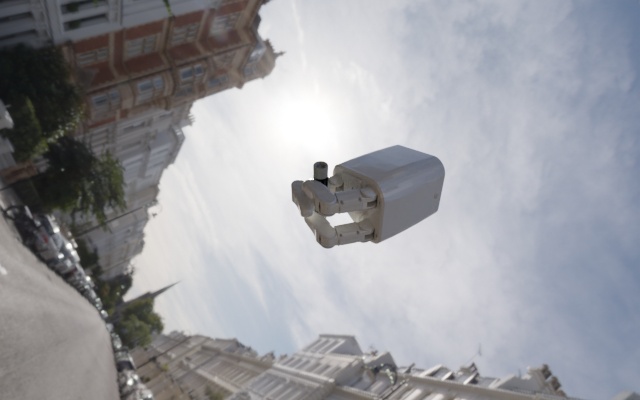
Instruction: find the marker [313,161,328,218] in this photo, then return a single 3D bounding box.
[{"bbox_3d":[0.000,0.002,0.623,0.020,0.121,0.020,0,41,0],"label":"marker"}]
